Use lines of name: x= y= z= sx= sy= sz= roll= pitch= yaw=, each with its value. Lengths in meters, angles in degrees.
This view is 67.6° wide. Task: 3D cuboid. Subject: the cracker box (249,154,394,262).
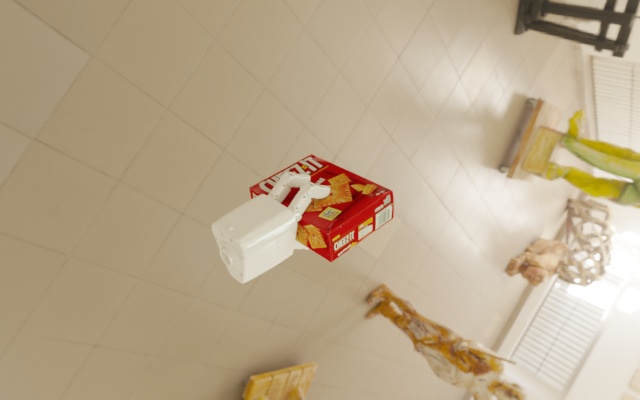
cracker box: x=0.000 y=0.003 z=0.866 sx=0.164 sy=0.072 sz=0.213 roll=-31 pitch=42 yaw=-32
